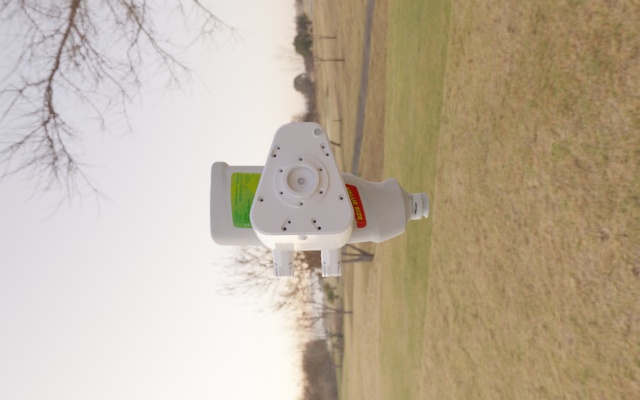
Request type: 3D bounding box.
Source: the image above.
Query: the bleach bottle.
[{"bbox_3d":[0.000,0.002,0.567,0.251,0.102,0.068,-2,-12,0],"label":"bleach bottle"}]
